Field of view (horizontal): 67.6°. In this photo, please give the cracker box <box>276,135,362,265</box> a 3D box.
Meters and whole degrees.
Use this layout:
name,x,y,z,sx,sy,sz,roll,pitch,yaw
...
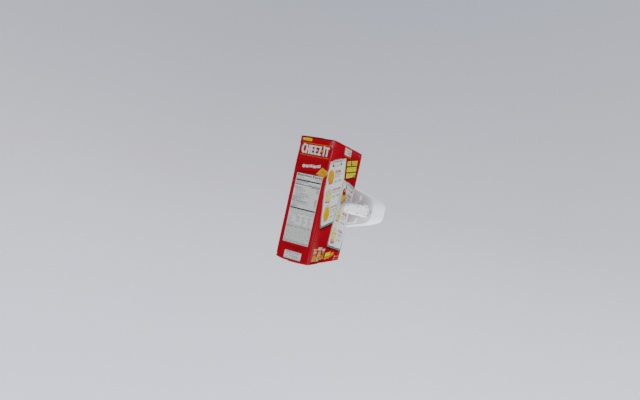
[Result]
name,x,y,z,sx,sy,sz,roll,pitch,yaw
cracker box,0.000,0.003,0.865,0.072,0.213,0.164,12,1,21
